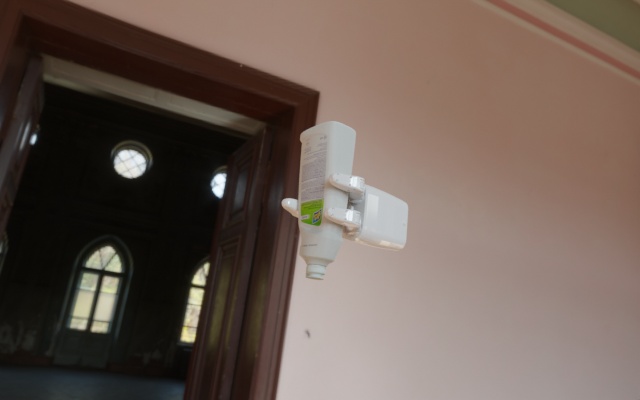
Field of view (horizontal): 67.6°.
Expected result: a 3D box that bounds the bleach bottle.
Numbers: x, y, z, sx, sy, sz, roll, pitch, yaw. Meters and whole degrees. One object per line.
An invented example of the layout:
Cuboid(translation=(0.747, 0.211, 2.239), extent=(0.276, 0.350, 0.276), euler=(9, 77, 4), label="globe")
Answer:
Cuboid(translation=(0.000, 0.002, 0.779), extent=(0.068, 0.250, 0.102), euler=(18, -20, -35), label="bleach bottle")
